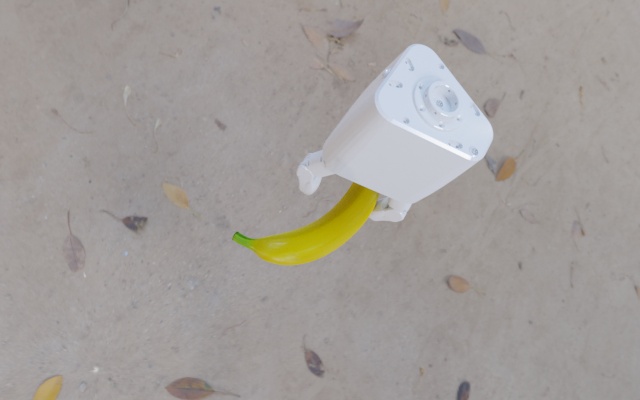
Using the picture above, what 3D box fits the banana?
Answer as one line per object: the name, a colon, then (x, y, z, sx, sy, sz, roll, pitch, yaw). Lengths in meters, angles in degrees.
banana: (0.007, 0.019, 0.521, 0.197, 0.069, 0.037, -28, -8, -26)
